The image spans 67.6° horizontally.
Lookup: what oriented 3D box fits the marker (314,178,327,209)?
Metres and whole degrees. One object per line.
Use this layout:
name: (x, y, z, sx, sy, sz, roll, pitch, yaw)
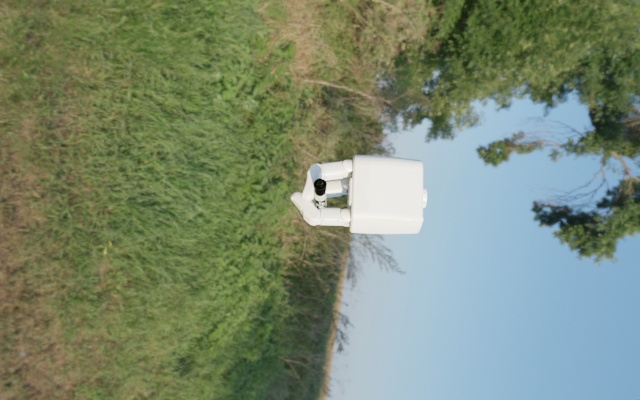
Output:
marker: (0.000, 0.002, 0.717, 0.020, 0.020, 0.121, 0, -28, 1)
